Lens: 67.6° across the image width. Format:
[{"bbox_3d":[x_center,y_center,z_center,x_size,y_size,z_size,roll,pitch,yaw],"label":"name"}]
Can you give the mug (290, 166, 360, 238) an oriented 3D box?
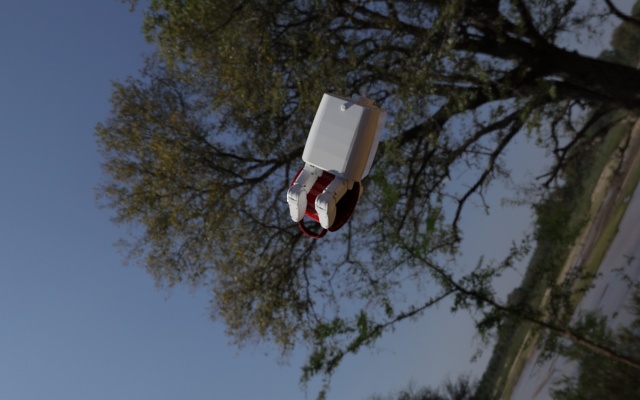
[{"bbox_3d":[0.000,0.004,0.761,0.081,0.117,0.093,26,16,26],"label":"mug"}]
